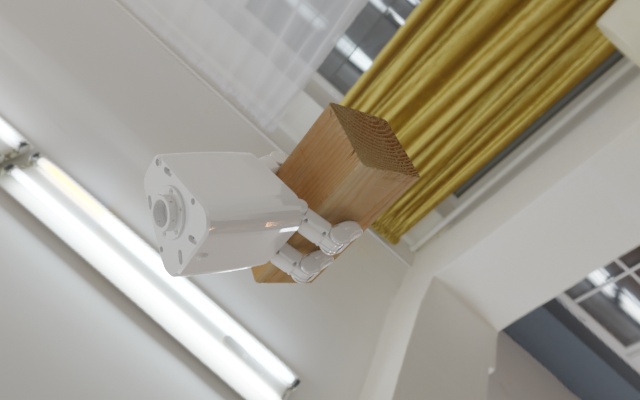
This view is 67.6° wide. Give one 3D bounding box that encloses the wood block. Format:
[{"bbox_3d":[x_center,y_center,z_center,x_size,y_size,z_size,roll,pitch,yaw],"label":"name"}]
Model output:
[{"bbox_3d":[0.000,0.002,0.544,0.090,0.090,0.206,8,-43,-40],"label":"wood block"}]
